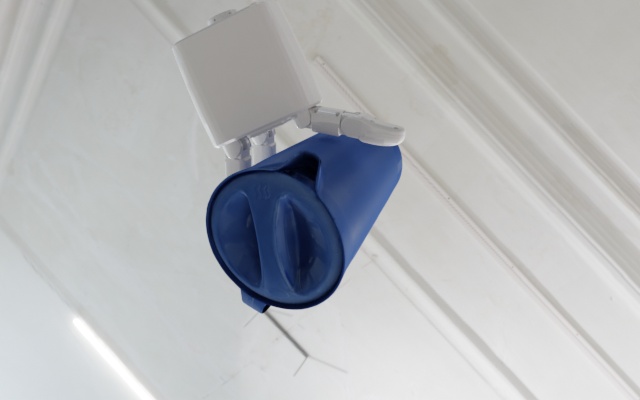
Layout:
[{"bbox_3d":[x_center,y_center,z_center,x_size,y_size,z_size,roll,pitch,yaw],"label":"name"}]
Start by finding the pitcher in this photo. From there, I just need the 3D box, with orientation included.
[{"bbox_3d":[0.000,0.001,0.501,0.149,0.145,0.242,-16,14,30],"label":"pitcher"}]
